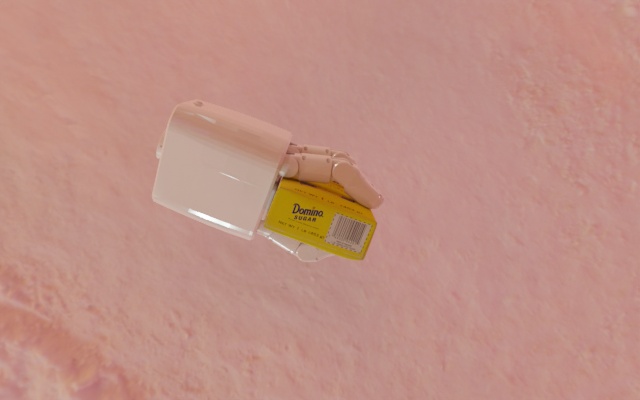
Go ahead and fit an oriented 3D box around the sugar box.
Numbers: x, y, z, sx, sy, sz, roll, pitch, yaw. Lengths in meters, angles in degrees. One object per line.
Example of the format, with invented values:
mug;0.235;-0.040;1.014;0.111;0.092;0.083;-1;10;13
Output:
sugar box;0.000;0.001;0.491;0.093;0.048;0.176;21;14;-6
